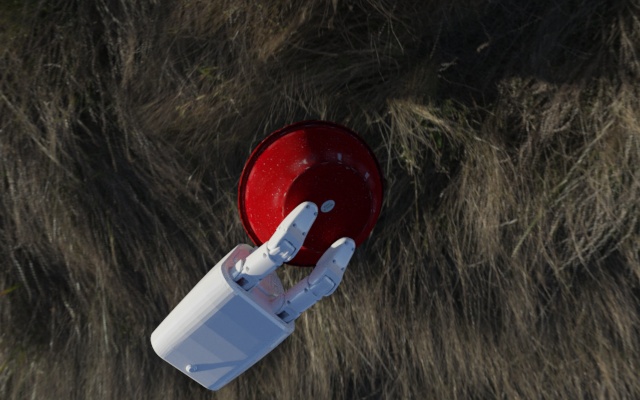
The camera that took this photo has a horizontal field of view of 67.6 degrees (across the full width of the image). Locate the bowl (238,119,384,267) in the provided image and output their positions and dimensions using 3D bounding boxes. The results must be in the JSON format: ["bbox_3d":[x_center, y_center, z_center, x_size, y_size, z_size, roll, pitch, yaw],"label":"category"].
[{"bbox_3d":[0.001,0.001,0.486,0.162,0.162,0.055,0,14,-17],"label":"bowl"}]
